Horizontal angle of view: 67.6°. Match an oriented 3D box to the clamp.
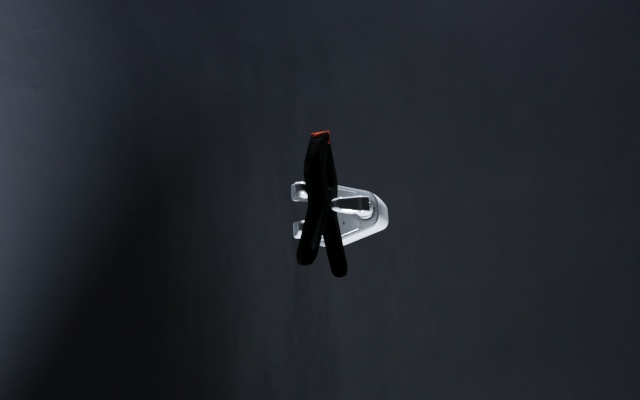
[{"bbox_3d":[0.001,0.002,0.656,0.036,0.210,0.164,-6,-9,16],"label":"clamp"}]
